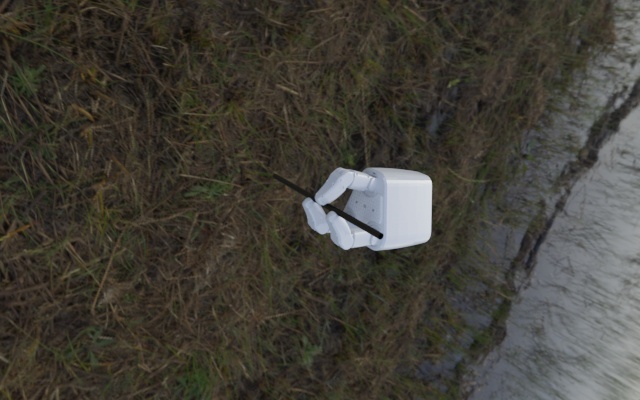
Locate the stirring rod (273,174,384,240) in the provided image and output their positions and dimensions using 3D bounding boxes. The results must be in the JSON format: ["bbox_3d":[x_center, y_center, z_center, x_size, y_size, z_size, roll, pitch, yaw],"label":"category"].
[{"bbox_3d":[0.000,0.002,0.642,0.011,0.011,0.239,0,19,-38],"label":"stirring rod"}]
